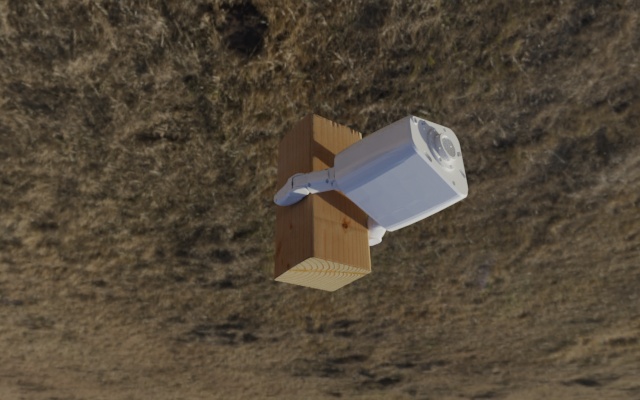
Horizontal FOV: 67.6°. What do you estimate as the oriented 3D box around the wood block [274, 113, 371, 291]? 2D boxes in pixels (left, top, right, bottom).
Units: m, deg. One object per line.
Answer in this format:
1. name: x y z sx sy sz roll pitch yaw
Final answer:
1. wood block: 0.000 0.002 0.631 0.091 0.206 0.090 17 -34 -29
